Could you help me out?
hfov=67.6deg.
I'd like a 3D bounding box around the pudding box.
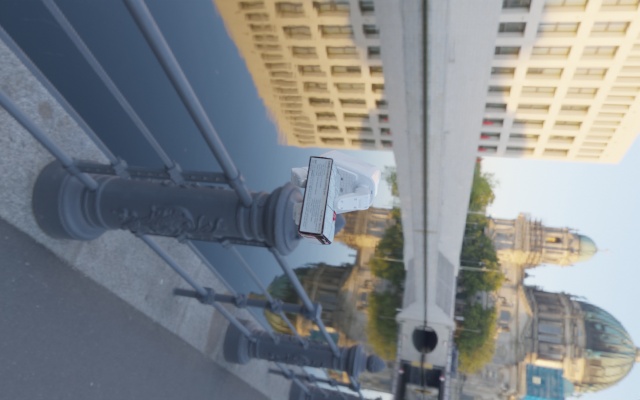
[{"bbox_3d":[0.000,0.002,0.690,0.039,0.113,0.090,4,-13,11],"label":"pudding box"}]
